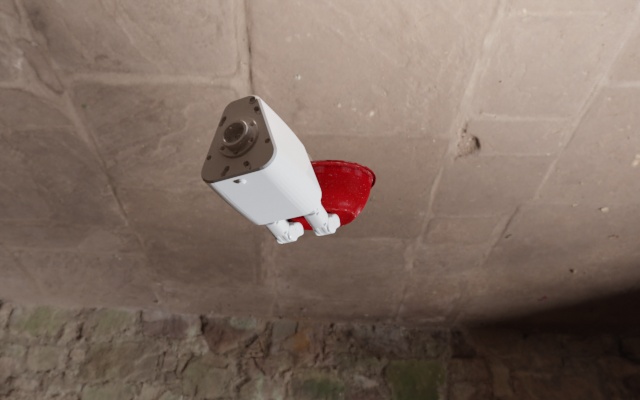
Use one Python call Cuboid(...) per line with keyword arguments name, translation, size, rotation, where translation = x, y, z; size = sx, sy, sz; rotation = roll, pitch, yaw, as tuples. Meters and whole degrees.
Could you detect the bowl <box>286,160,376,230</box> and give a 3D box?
Cuboid(name="bowl", translation=(0.001, 0.003, 0.666), size=(0.162, 0.055, 0.162), rotation=(-5, -20, -2))
